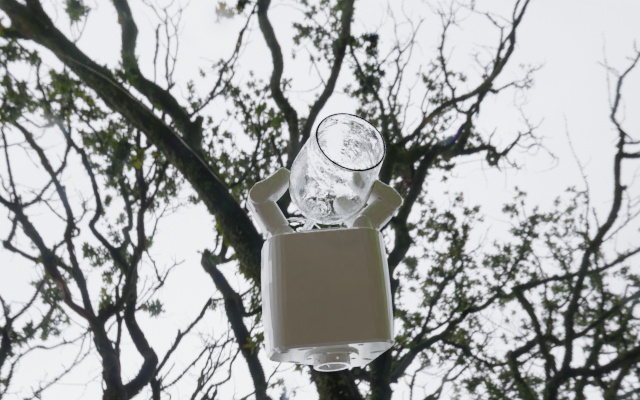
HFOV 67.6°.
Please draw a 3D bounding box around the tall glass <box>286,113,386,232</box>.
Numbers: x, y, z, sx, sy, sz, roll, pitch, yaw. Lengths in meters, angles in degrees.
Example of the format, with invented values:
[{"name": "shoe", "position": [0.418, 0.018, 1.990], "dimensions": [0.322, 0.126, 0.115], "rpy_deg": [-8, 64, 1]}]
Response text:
[{"name": "tall glass", "position": [0.000, 0.002, 0.479], "dimensions": [0.079, 0.079, 0.201], "rpy_deg": [0, -31, -18]}]
